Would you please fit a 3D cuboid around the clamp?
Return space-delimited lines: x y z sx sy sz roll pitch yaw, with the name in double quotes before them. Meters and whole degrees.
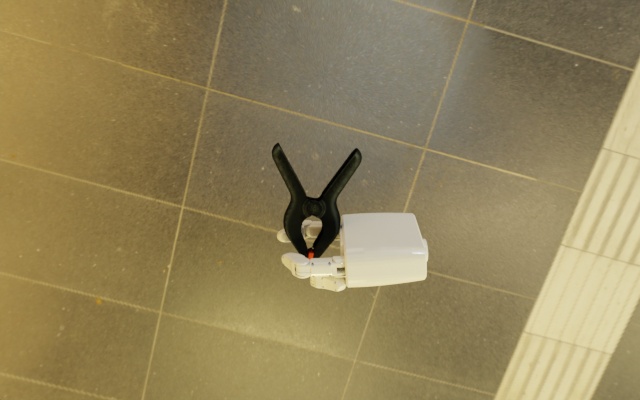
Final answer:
"clamp" 0.000 0.002 0.655 0.120 0.171 0.039 -4 15 2
